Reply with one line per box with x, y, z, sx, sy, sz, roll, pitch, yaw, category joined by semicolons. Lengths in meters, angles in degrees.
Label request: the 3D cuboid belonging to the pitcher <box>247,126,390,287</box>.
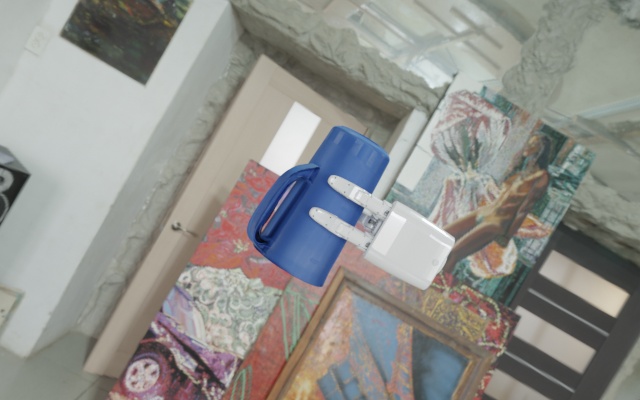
0.000;0.003;0.763;0.145;0.243;0.149;31;1;5;pitcher
